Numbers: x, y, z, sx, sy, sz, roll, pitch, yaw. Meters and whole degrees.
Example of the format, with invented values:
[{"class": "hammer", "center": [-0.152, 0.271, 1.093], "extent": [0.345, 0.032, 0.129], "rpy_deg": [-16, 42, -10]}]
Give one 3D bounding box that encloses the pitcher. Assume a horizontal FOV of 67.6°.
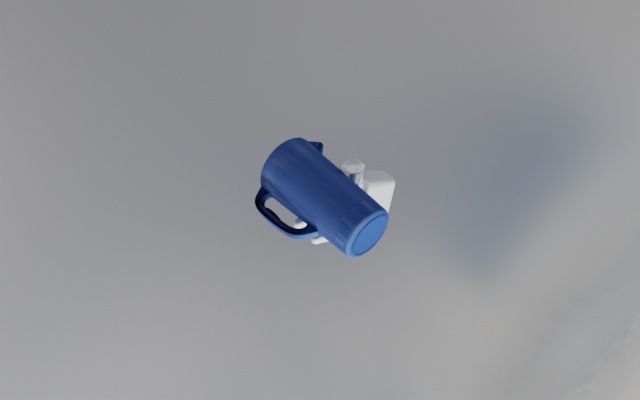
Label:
[{"class": "pitcher", "center": [0.000, 0.003, 0.898], "extent": [0.242, 0.149, 0.145], "rpy_deg": [40, 30, 30]}]
